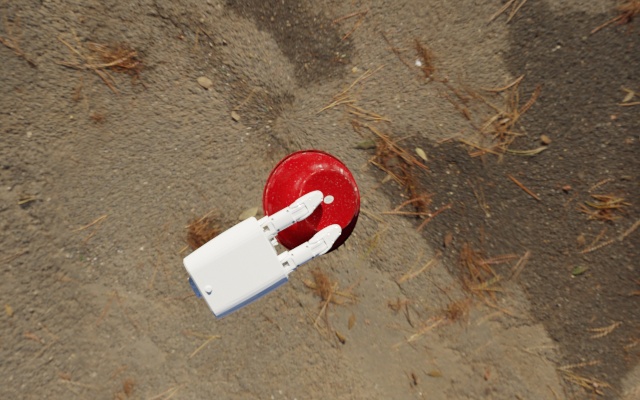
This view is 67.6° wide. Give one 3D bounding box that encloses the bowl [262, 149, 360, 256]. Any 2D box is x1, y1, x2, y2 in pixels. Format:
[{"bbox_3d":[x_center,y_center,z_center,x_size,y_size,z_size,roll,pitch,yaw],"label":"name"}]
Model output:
[{"bbox_3d":[0.001,0.001,0.698,0.162,0.162,0.055,0,-2,-26],"label":"bowl"}]
